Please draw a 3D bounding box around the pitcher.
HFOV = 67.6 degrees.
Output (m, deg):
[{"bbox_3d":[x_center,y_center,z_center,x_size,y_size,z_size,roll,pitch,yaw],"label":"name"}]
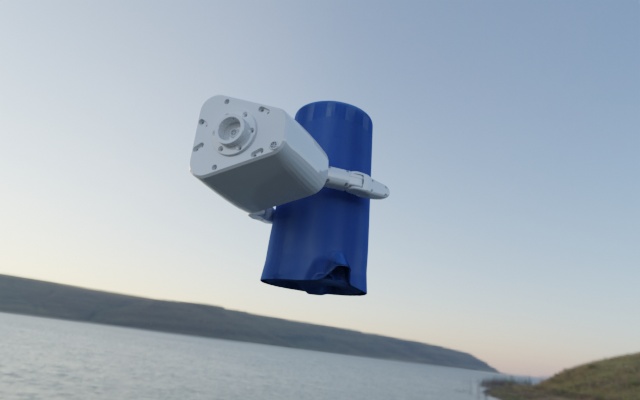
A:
[{"bbox_3d":[0.000,0.002,0.631,0.149,0.242,0.145,-1,-18,24],"label":"pitcher"}]
